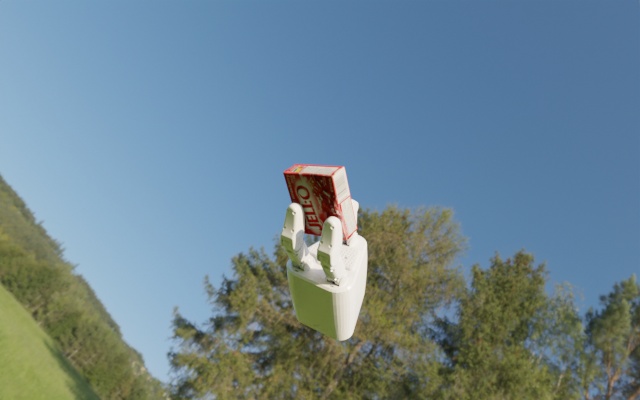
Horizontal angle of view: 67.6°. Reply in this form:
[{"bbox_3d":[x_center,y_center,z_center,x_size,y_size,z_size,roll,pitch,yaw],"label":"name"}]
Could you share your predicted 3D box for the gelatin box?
[{"bbox_3d":[0.000,0.001,0.578,0.073,0.089,0.030,7,32,36],"label":"gelatin box"}]
